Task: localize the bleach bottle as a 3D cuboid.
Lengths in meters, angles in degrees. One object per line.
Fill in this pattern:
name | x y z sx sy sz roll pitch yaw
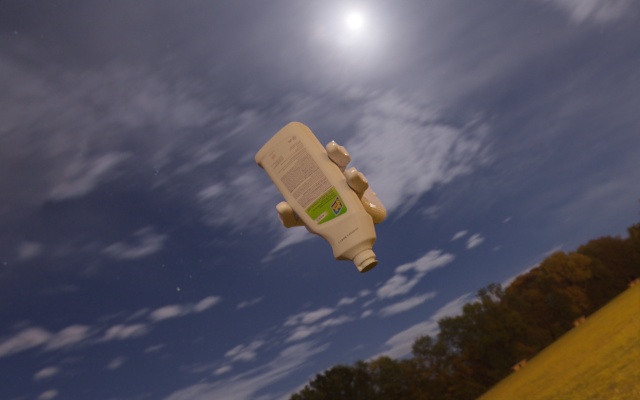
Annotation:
bleach bottle | 0.000 0.002 0.713 0.102 0.250 0.068 -42 -27 18
